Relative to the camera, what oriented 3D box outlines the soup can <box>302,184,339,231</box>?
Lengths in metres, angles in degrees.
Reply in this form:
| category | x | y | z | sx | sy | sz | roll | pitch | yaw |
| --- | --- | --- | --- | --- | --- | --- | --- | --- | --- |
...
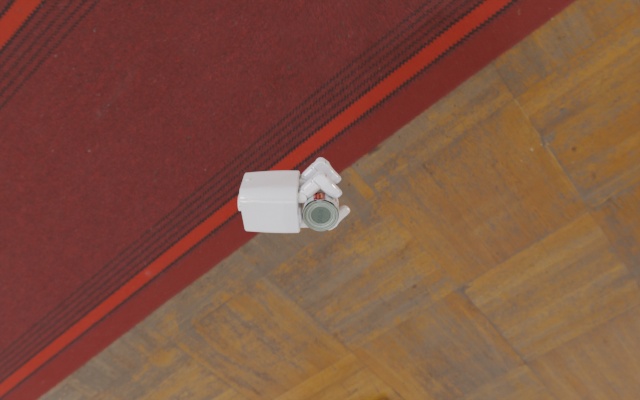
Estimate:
| category | x | y | z | sx | sy | sz | roll | pitch | yaw |
| --- | --- | --- | --- | --- | --- | --- | --- | --- | --- |
| soup can | 0.001 | 0.003 | 0.894 | 0.068 | 0.068 | 0.102 | 0 | 30 | 0 |
